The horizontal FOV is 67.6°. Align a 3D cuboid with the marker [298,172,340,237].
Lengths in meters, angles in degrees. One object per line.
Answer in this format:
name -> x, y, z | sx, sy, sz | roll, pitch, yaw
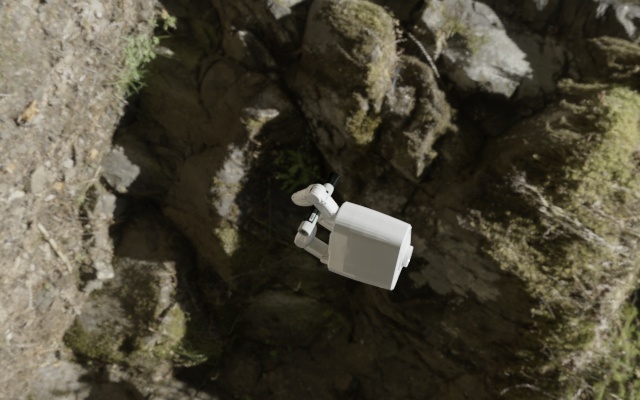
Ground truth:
marker -> 0.000, 0.002, 0.723 | 0.020, 0.121, 0.020 | 20, -34, 14
